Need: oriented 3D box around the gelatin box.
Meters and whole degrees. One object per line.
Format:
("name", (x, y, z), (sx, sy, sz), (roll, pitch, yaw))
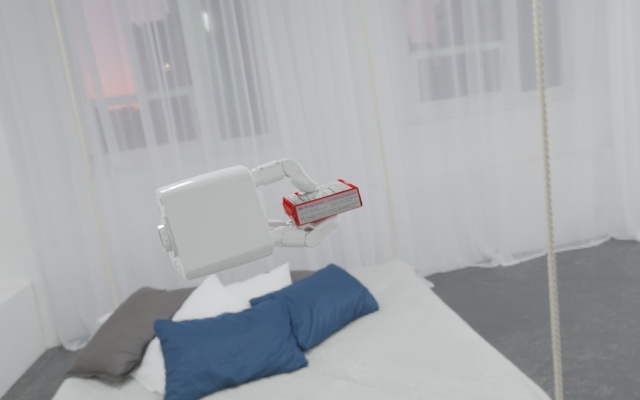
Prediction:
("gelatin box", (0.000, 0.001, 0.618), (0.089, 0.030, 0.073), (-18, 14, -11))
